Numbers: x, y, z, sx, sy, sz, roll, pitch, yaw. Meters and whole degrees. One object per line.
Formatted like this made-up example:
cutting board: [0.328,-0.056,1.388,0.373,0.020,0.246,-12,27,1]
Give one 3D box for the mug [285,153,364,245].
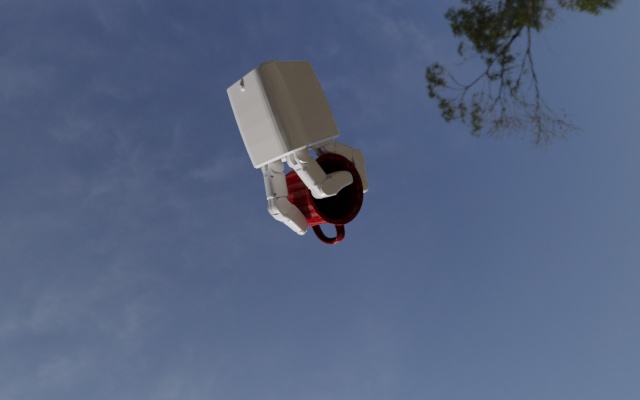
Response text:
mug: [0.000,0.003,0.637,0.093,0.117,0.081,-22,5,-38]
